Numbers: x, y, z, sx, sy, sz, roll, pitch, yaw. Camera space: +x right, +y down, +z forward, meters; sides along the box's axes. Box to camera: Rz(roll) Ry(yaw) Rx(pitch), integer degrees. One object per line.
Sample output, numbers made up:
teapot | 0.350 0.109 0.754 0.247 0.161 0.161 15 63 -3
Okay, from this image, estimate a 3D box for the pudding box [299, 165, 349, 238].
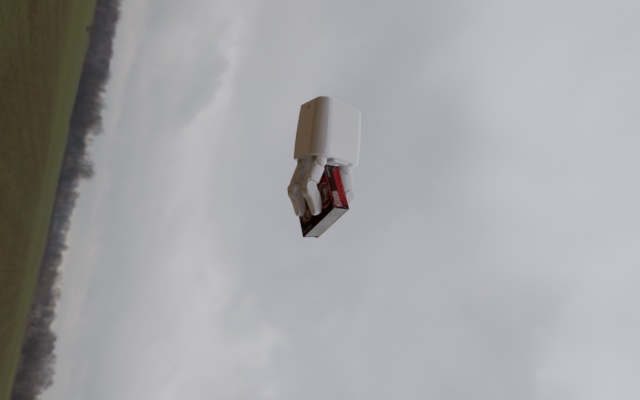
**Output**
pudding box | 0.000 0.003 0.851 0.039 0.090 0.113 6 -34 -29
